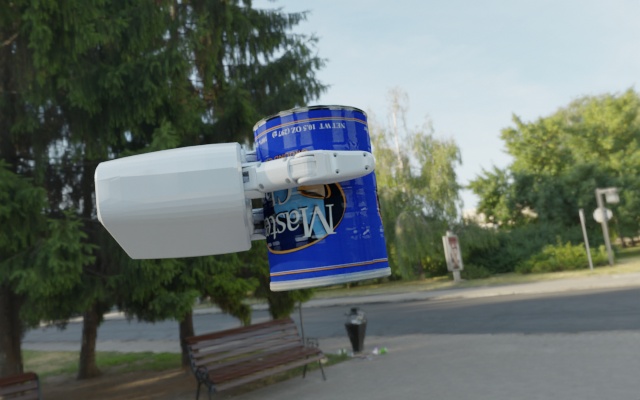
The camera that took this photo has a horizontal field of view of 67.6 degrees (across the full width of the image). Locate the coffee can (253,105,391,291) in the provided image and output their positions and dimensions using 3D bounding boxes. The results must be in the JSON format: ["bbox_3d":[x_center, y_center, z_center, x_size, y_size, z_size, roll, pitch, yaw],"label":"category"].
[{"bbox_3d":[0.000,0.001,0.414,0.103,0.140,0.103,-7,-8,-1],"label":"coffee can"}]
